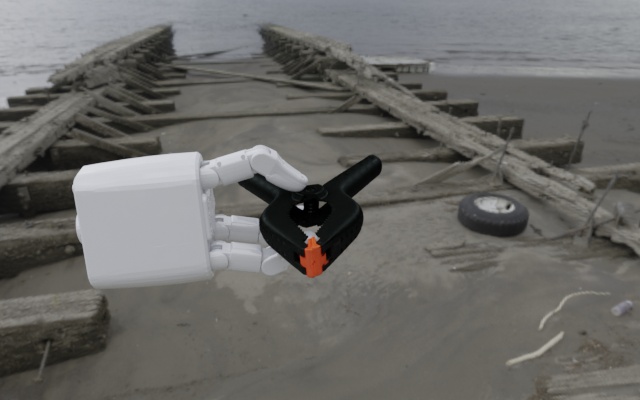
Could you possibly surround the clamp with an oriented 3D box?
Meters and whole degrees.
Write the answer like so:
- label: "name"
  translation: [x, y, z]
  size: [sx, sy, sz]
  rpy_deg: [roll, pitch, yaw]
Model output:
- label: "clamp"
  translation: [0.000, 0.001, 0.466]
  size: [0.164, 0.036, 0.210]
  rpy_deg: [-8, 26, -6]
